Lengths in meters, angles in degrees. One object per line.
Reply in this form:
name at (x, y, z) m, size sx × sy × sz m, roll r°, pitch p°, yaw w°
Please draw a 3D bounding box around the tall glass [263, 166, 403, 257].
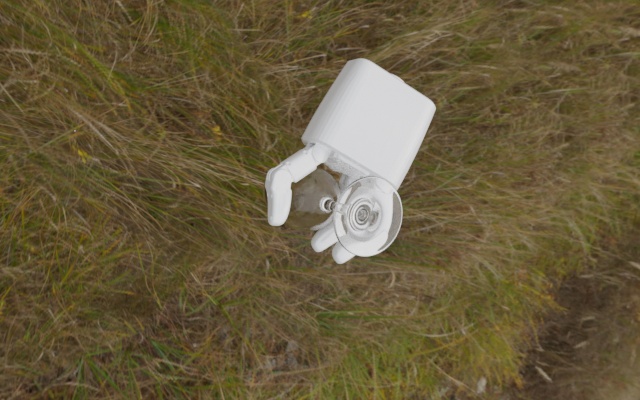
tall glass at (0.000, 0.002, 0.521) m, size 0.079 × 0.079 × 0.201 m, roll 0°, pitch 7°, yaw -27°
